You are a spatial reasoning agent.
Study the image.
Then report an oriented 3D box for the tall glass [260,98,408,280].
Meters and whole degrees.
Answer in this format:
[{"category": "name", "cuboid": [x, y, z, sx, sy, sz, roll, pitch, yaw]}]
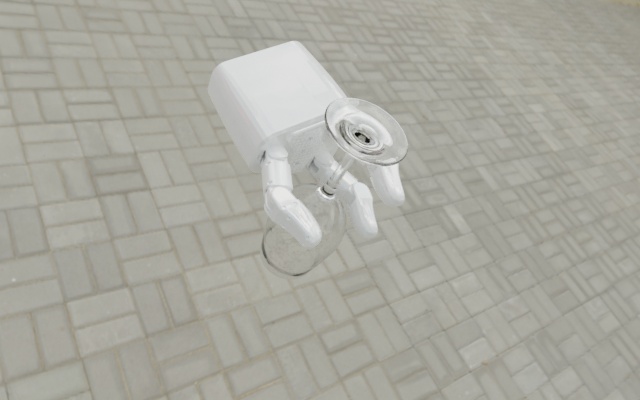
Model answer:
[{"category": "tall glass", "cuboid": [0.000, 0.001, 0.453, 0.079, 0.079, 0.201, 0, -36, -28]}]
